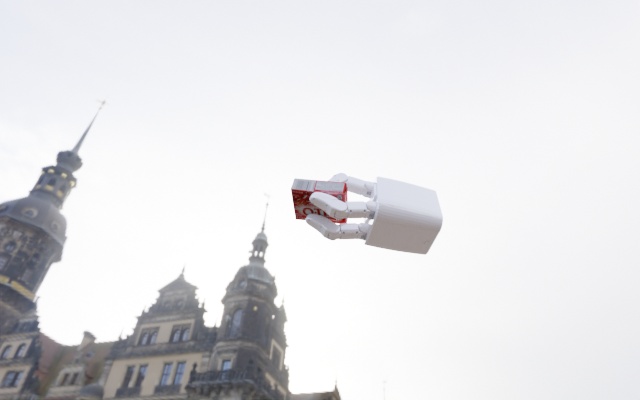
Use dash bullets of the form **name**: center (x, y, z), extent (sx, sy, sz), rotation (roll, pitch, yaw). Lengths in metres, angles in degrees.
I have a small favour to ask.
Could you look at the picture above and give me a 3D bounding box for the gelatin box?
- **gelatin box**: center (0.000, 0.002, 0.776), extent (0.089, 0.030, 0.073), rotation (6, -42, 11)
